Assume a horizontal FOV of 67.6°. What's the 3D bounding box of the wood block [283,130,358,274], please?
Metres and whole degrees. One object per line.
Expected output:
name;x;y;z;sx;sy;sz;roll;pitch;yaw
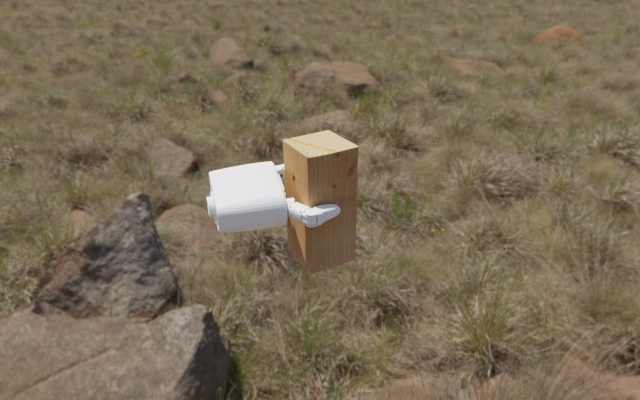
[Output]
wood block;0.000;0.003;0.785;0.090;0.206;0.090;-15;31;-26
